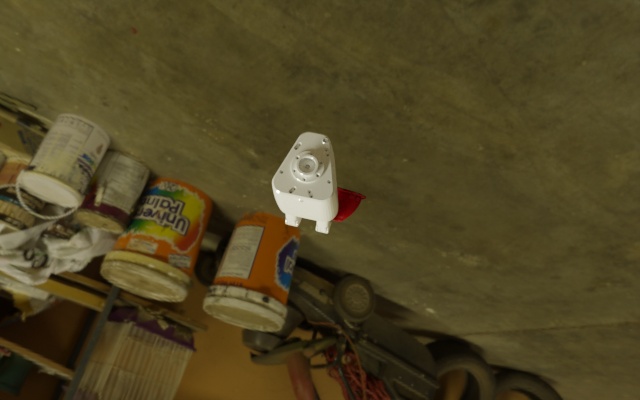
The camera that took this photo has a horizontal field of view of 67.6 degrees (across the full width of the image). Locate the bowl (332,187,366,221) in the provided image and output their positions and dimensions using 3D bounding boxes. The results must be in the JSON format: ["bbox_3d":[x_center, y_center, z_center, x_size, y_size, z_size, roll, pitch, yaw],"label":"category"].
[{"bbox_3d":[0.000,0.004,0.886,0.162,0.055,0.162,12,-3,1],"label":"bowl"}]
